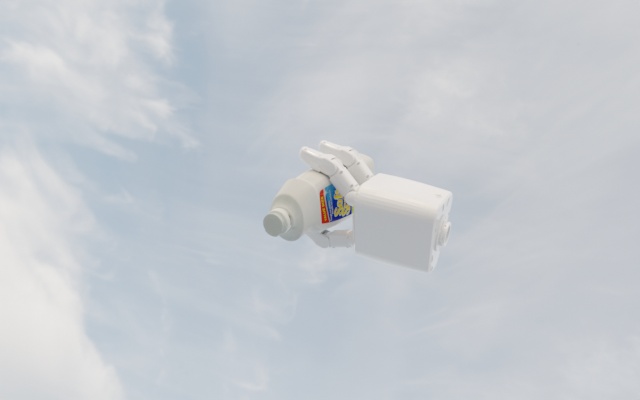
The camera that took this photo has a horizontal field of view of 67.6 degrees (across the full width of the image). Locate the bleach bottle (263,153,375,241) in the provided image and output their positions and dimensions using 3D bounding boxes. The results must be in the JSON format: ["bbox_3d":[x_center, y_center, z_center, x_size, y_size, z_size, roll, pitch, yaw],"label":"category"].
[{"bbox_3d":[0.000,0.002,0.667,0.068,0.103,0.250,15,23,23],"label":"bleach bottle"}]
